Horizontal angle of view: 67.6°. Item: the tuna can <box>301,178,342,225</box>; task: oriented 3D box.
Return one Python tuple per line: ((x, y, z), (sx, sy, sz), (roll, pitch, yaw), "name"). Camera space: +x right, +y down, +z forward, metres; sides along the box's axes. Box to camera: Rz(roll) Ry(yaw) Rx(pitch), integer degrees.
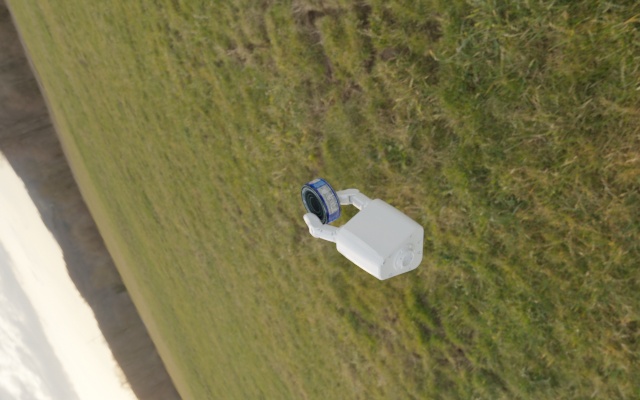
((0.000, 0.003, 0.884), (0.033, 0.086, 0.086), (-27, 12, -24), "tuna can")
